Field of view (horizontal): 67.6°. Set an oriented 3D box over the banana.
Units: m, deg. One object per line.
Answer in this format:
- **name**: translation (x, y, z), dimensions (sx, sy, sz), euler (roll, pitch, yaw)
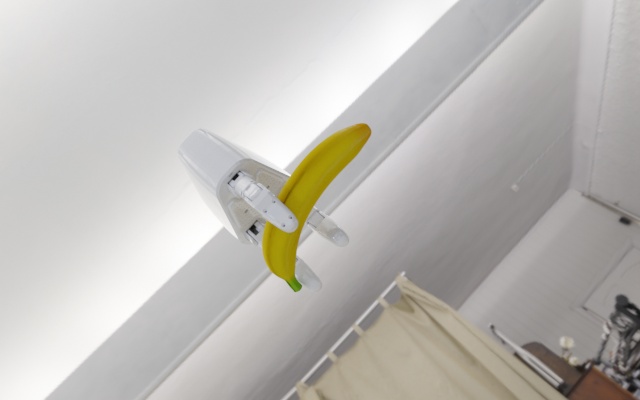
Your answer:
- **banana**: translation (-0.014, 0.001, 0.497), dimensions (0.069, 0.198, 0.037), euler (16, 13, -47)
